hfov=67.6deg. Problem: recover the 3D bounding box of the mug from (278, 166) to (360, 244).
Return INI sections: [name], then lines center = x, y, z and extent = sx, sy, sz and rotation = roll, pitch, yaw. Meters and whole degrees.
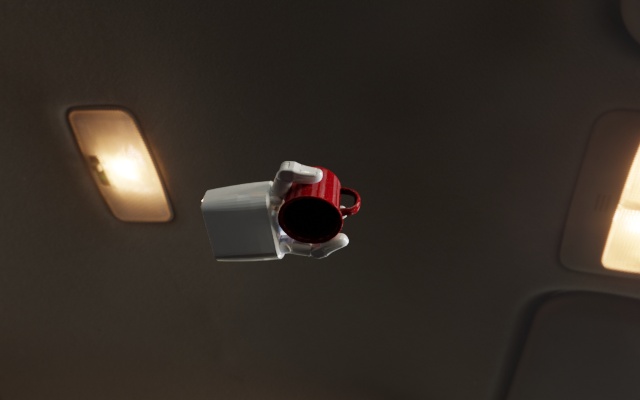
[mug]
center = 0.002, 0.002, 0.704
extent = 0.117, 0.093, 0.081
rotation = -5, 39, 10
